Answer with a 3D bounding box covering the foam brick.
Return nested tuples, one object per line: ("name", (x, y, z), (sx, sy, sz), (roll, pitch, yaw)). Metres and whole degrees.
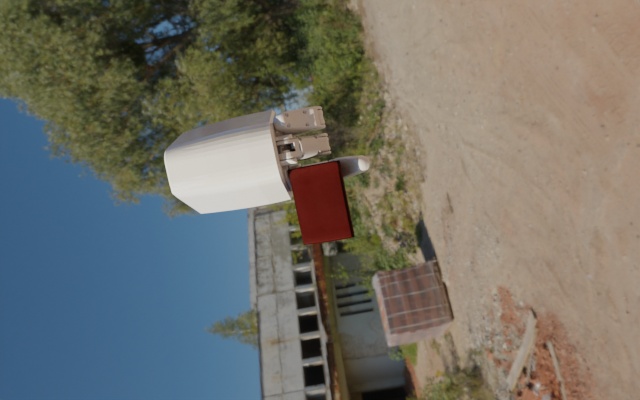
("foam brick", (0.000, 0.002, 0.486), (0.051, 0.078, 0.053), (-12, 3, -2))
